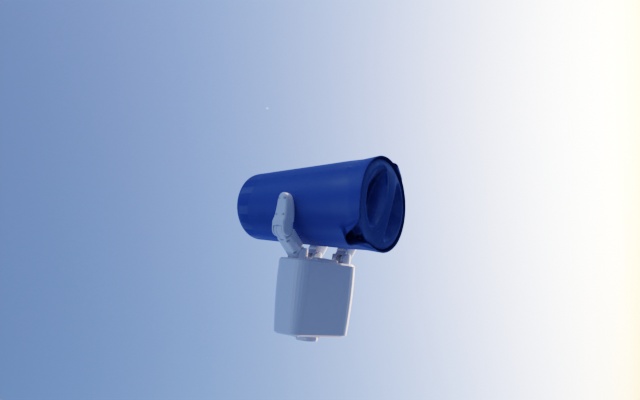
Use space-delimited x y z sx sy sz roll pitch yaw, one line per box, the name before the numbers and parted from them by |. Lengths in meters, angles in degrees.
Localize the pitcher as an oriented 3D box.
pitcher | 0.000 0.003 0.723 0.243 0.145 0.149 -1 -11 36
